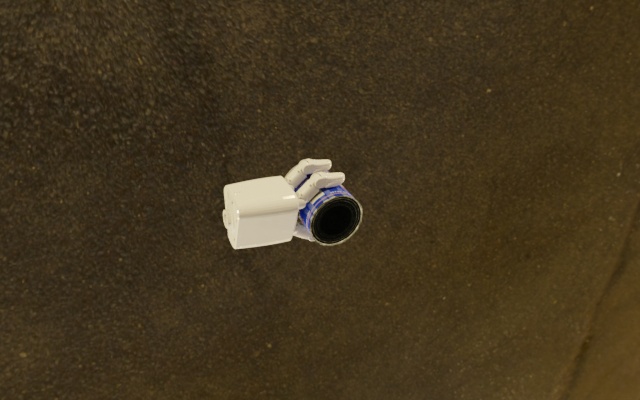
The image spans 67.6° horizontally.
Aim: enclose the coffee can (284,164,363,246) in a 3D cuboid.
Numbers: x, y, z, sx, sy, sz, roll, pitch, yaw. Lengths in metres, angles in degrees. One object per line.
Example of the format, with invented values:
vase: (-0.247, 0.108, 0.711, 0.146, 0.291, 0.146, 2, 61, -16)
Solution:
coffee can: (0.000, 0.003, 0.882, 0.103, 0.103, 0.140, 0, 29, -28)
